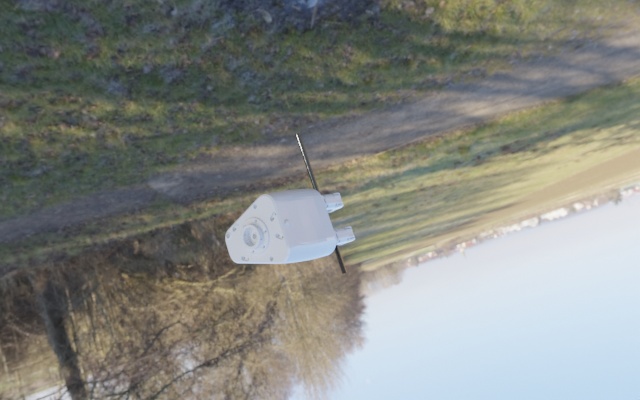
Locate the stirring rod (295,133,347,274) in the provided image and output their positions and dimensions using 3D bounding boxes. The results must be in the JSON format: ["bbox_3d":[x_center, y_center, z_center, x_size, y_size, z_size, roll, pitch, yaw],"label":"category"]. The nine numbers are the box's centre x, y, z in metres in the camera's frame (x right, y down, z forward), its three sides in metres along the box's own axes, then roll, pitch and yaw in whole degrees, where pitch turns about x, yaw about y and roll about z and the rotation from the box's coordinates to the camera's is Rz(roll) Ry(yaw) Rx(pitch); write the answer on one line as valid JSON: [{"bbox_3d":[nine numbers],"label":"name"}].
[{"bbox_3d":[0.000,0.002,0.773,0.011,0.239,0.011,-18,-9,-3],"label":"stirring rod"}]
